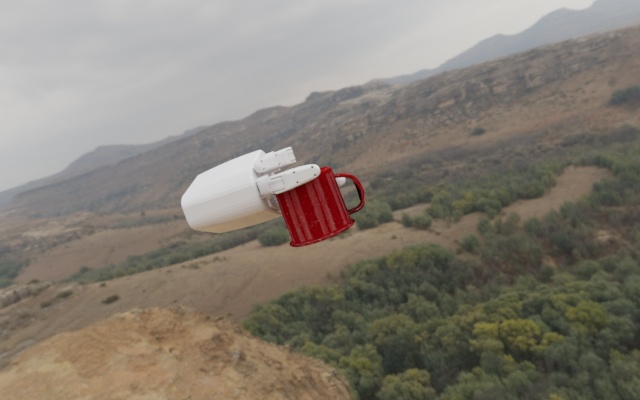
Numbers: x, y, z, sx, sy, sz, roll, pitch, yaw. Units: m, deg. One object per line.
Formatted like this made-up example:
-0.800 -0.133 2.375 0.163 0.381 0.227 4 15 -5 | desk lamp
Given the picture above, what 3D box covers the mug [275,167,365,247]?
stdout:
0.001 0.001 0.626 0.117 0.081 0.093 -19 8 10 | mug
